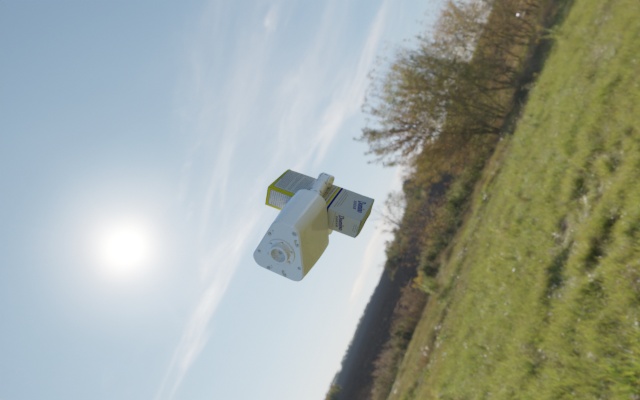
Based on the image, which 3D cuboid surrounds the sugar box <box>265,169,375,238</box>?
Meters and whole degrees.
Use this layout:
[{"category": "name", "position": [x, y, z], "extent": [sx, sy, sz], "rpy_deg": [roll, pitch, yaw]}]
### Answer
[{"category": "sugar box", "position": [0.000, 0.003, 0.859], "extent": [0.176, 0.048, 0.093], "rpy_deg": [23, 32, 11]}]
